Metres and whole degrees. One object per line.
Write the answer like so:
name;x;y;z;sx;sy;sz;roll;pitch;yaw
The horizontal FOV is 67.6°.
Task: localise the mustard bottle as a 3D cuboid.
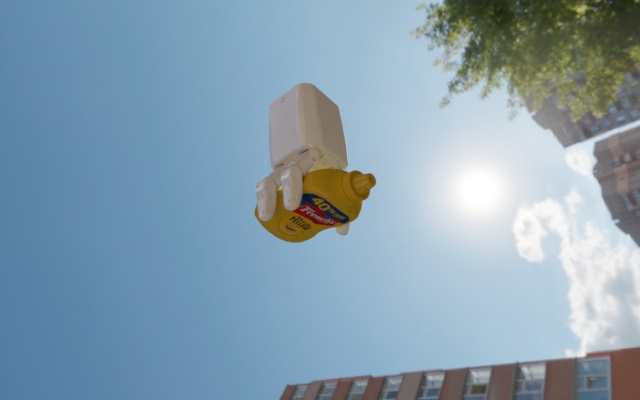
mustard bottle;0.000;0.003;0.660;0.096;0.058;0.192;37;-41;-28
